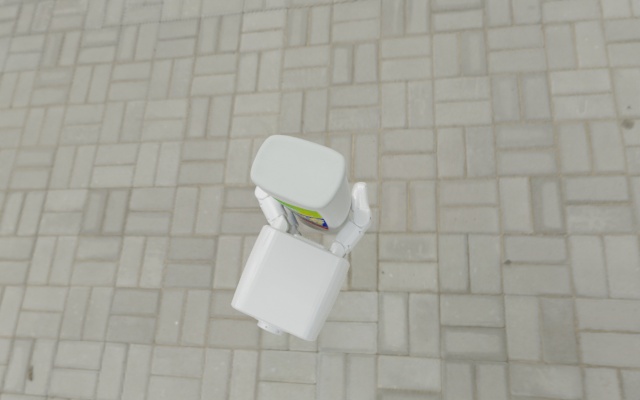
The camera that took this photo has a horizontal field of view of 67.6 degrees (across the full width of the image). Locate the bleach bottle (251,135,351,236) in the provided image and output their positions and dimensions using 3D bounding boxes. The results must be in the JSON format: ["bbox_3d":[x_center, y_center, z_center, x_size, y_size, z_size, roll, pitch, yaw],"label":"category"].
[{"bbox_3d":[0.000,0.002,0.603,0.102,0.068,0.251,21,-11,18],"label":"bleach bottle"}]
